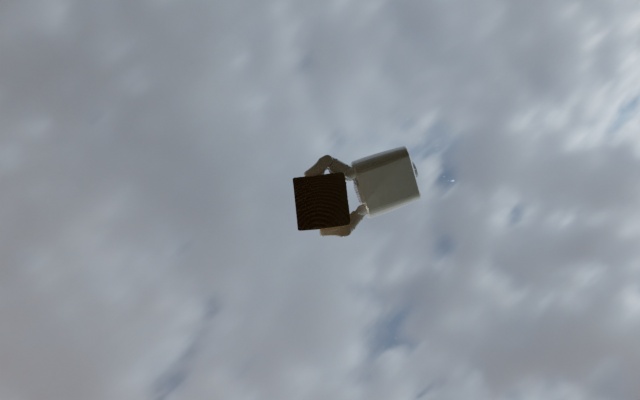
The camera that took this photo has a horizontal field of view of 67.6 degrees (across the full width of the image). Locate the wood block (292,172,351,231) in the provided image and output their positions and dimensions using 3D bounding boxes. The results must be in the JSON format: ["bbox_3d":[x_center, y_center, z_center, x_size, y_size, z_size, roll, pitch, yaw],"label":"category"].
[{"bbox_3d":[0.001,0.003,0.885,0.090,0.091,0.206,-7,-1,0],"label":"wood block"}]
